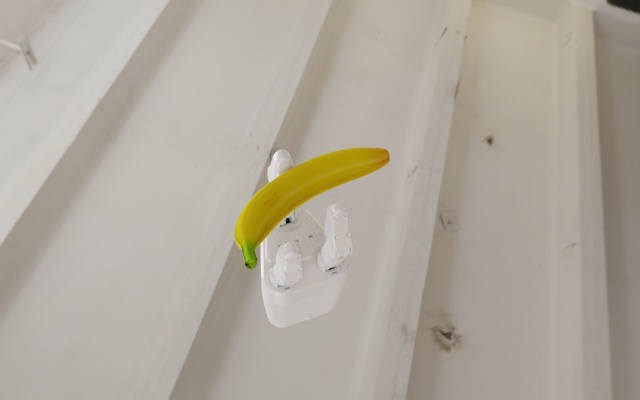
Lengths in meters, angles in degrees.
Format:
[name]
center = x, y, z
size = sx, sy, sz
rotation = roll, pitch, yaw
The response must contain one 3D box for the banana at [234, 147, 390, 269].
[banana]
center = -0.016, -0.006, 0.469
size = 0.069, 0.037, 0.197
rotation = 34, 57, 28
